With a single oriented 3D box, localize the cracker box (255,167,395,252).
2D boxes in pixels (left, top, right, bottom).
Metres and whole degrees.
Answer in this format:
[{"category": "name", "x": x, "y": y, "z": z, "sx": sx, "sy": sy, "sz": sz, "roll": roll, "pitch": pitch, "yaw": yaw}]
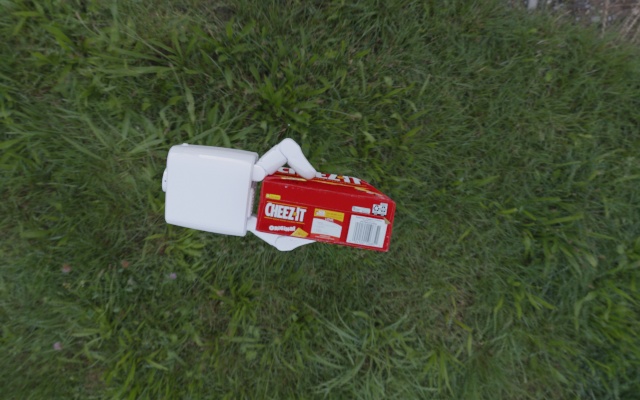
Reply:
[{"category": "cracker box", "x": 0.000, "y": 0.002, "z": 0.666, "sx": 0.164, "sy": 0.072, "sz": 0.213, "roll": 9, "pitch": 8, "yaw": -5}]
